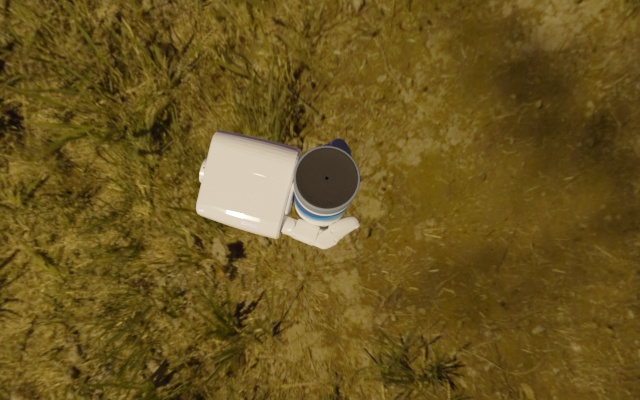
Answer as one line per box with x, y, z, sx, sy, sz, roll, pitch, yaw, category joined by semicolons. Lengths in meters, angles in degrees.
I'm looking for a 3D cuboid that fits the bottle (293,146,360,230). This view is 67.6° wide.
0.000;0.002;0.614;0.069;0.069;0.296;0;-10;-2;bottle
